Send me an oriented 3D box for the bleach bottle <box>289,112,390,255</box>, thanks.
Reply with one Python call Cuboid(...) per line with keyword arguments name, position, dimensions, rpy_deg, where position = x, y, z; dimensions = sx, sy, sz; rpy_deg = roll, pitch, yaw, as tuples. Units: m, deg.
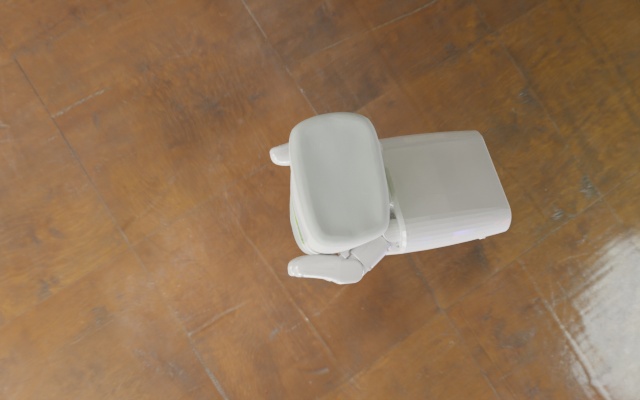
Cuboid(name="bleach bottle", position=(0.000, 0.002, 0.464), dimensions=(0.068, 0.102, 0.251), rpy_deg=(-10, -6, -8))
